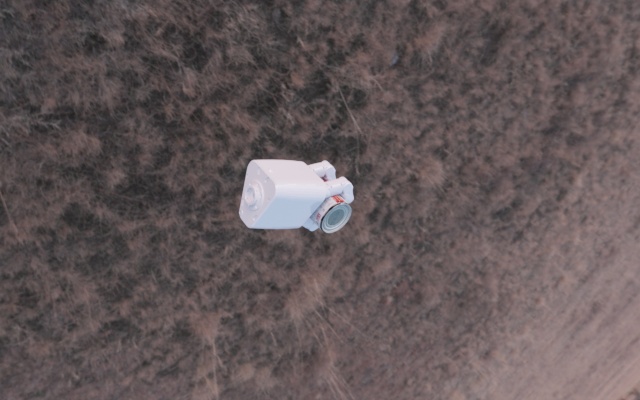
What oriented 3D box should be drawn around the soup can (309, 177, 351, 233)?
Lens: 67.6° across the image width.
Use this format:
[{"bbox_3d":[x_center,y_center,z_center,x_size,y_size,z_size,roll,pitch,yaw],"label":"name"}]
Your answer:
[{"bbox_3d":[0.001,0.003,0.865,0.068,0.068,0.102,0,35,-43],"label":"soup can"}]
